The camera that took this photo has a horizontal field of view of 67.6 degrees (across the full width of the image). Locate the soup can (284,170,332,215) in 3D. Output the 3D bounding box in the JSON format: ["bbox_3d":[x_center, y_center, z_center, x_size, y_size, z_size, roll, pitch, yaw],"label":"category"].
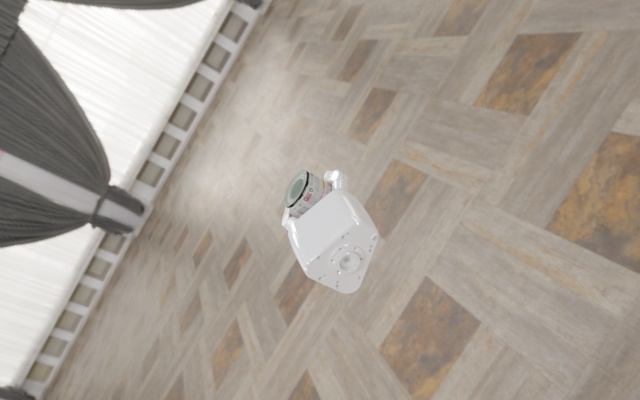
[{"bbox_3d":[0.000,0.002,0.776,0.102,0.068,0.068,28,-13,-25],"label":"soup can"}]
